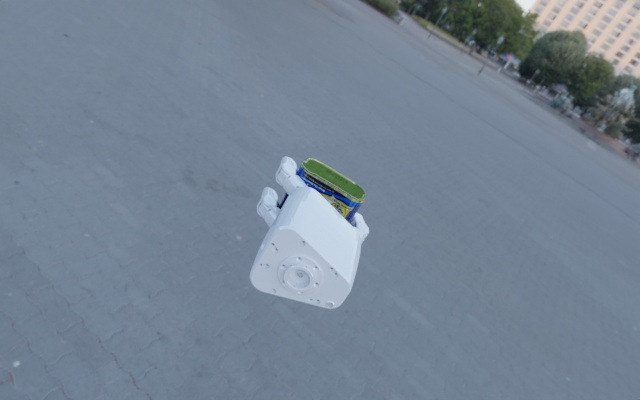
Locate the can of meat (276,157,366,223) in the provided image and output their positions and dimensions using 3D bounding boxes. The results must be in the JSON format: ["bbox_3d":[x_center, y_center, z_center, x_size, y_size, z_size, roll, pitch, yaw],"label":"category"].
[{"bbox_3d":[0.000,0.002,0.651,0.102,0.084,0.057,31,25,-1],"label":"can of meat"}]
